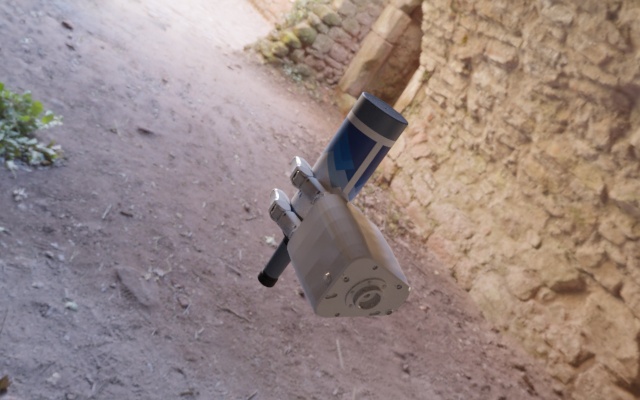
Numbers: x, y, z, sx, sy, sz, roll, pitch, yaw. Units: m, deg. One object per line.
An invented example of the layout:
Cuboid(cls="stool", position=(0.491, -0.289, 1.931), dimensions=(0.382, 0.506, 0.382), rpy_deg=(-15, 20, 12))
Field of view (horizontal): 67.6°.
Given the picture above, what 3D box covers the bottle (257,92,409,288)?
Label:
Cuboid(cls="bottle", position=(0.000, 0.002, 0.623), dimensions=(0.069, 0.296, 0.069), rpy_deg=(29, 23, -13))
